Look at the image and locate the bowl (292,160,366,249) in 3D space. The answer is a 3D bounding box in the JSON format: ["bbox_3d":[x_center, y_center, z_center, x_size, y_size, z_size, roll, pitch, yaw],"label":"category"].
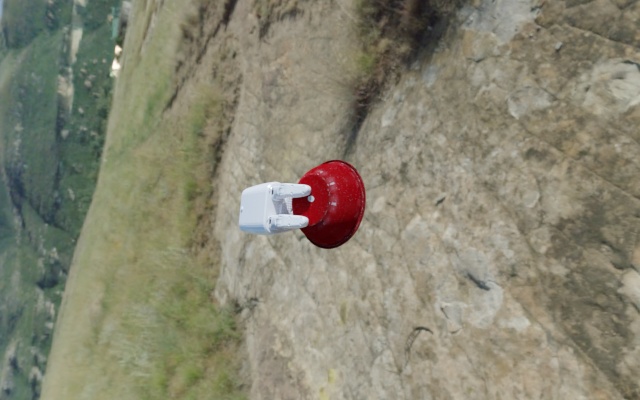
[{"bbox_3d":[0.001,0.002,0.836,0.162,0.162,0.055,0,-8,43],"label":"bowl"}]
